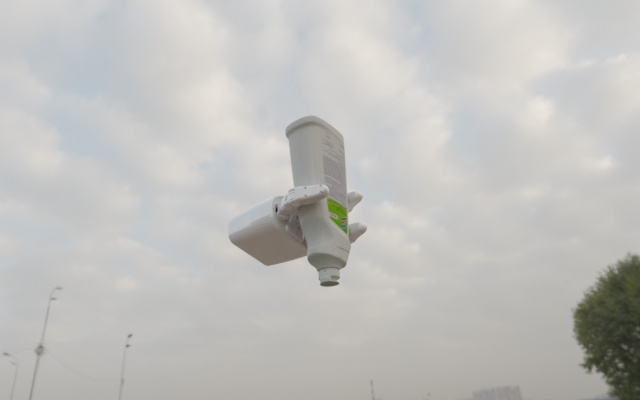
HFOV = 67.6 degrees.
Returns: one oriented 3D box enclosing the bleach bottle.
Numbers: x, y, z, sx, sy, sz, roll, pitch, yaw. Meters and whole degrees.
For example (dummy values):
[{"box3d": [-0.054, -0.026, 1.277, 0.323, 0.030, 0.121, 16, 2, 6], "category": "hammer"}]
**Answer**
[{"box3d": [0.000, 0.002, 0.720, 0.068, 0.250, 0.102, -21, -30, 33], "category": "bleach bottle"}]
